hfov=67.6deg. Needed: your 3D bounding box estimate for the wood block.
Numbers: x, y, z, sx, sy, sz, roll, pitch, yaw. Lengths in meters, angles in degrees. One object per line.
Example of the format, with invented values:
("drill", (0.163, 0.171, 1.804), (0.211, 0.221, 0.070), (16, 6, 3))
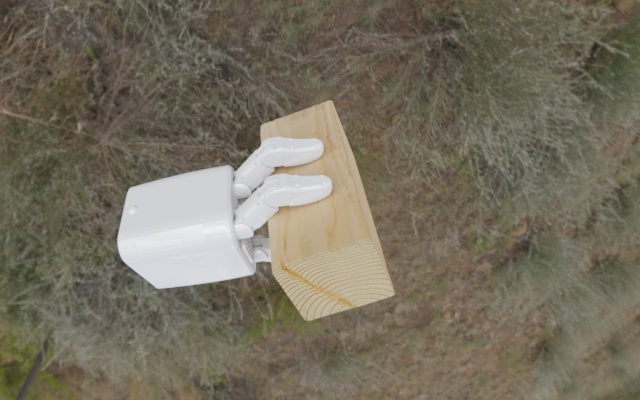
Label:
("wood block", (0.000, 0.002, 0.487), (0.090, 0.206, 0.091), (-18, -45, 7))
